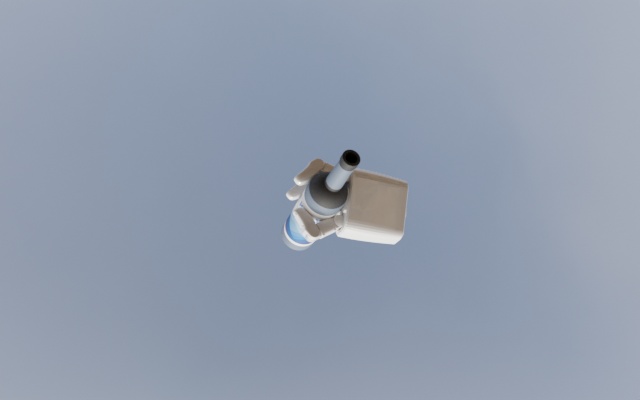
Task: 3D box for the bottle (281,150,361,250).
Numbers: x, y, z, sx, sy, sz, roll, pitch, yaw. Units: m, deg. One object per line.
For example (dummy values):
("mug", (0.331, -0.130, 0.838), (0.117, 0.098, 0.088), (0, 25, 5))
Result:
("bottle", (0.000, 0.003, 0.795), (0.069, 0.069, 0.296), (0, -25, -19))
